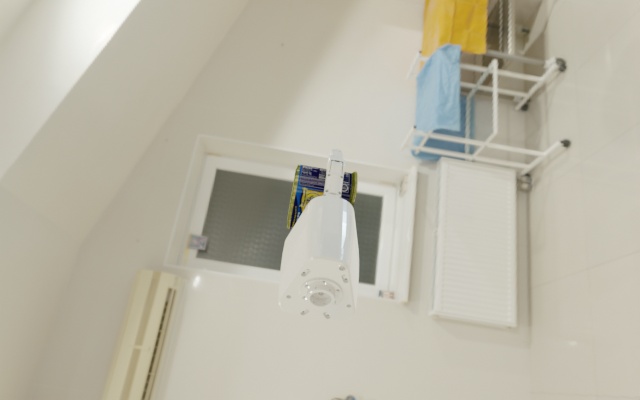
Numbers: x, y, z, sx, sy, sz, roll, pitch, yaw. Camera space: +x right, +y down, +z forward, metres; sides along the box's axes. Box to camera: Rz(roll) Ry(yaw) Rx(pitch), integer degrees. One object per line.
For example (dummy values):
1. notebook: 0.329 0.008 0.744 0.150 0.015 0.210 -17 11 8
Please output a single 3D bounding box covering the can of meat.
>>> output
1. can of meat: 0.000 0.002 0.665 0.084 0.102 0.057 9 41 -4
